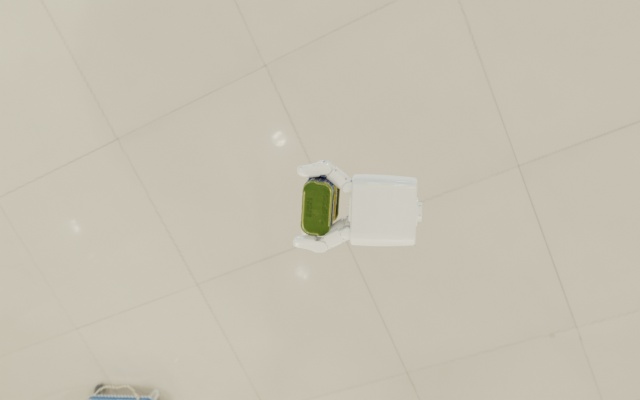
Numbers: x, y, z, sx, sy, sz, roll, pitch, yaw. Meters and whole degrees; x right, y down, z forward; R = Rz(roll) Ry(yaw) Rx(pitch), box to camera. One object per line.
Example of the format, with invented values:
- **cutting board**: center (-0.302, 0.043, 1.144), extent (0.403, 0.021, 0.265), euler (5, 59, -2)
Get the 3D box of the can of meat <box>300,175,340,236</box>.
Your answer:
- **can of meat**: center (0.000, 0.003, 0.828), extent (0.057, 0.102, 0.084), euler (6, 18, 8)
